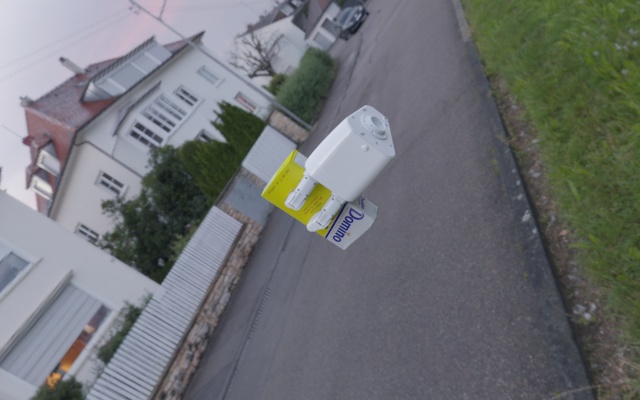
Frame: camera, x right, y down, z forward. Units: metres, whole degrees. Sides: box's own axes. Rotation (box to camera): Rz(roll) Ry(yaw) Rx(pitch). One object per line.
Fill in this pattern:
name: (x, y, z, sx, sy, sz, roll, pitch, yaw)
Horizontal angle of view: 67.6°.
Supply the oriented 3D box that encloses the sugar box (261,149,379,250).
sugar box: (0.000, 0.003, 0.798, 0.176, 0.093, 0.048, 35, 36, -11)
